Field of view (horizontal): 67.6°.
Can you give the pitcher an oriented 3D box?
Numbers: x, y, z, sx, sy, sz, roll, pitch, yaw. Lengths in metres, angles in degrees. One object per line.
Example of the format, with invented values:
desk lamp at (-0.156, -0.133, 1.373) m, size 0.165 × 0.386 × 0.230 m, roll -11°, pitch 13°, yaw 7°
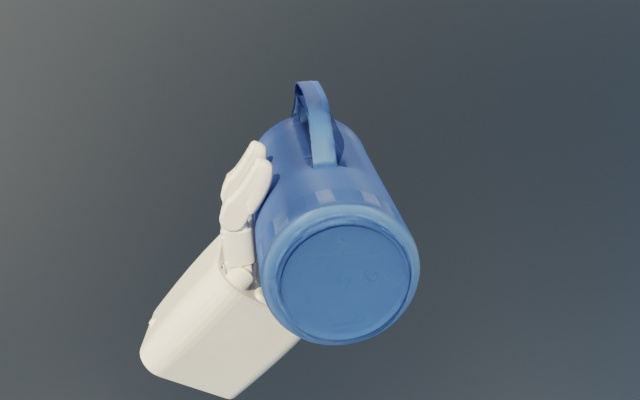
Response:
pitcher at (0.000, 0.002, 0.417) m, size 0.149 × 0.145 × 0.242 m, roll 41°, pitch 11°, yaw -19°
